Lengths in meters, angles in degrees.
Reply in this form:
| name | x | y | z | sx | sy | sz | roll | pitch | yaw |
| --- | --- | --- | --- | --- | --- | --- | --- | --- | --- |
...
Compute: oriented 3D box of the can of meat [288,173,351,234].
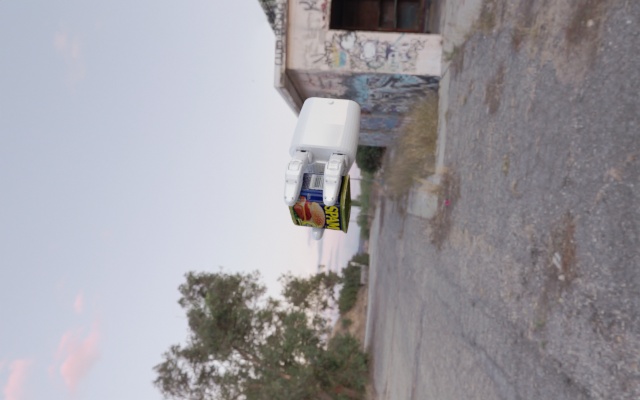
| name | x | y | z | sx | sy | sz | roll | pitch | yaw |
| --- | --- | --- | --- | --- | --- | --- | --- | --- | --- |
| can of meat | 0.000 | 0.002 | 0.708 | 0.084 | 0.057 | 0.102 | 6 | -31 | 9 |
